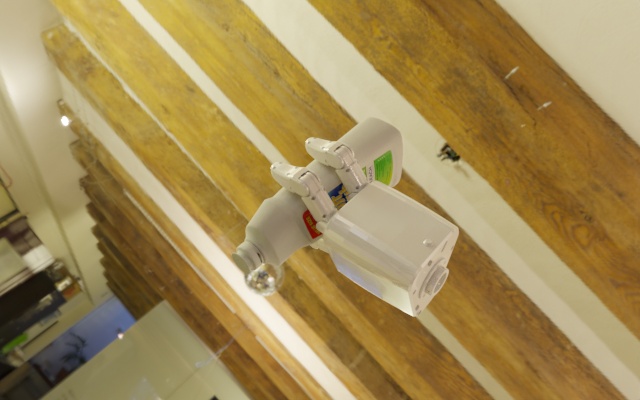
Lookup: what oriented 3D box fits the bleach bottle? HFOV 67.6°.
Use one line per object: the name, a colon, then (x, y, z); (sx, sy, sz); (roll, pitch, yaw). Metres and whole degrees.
bleach bottle: (0.000, 0.002, 0.563); (0.068, 0.103, 0.250); (31, 55, 29)
